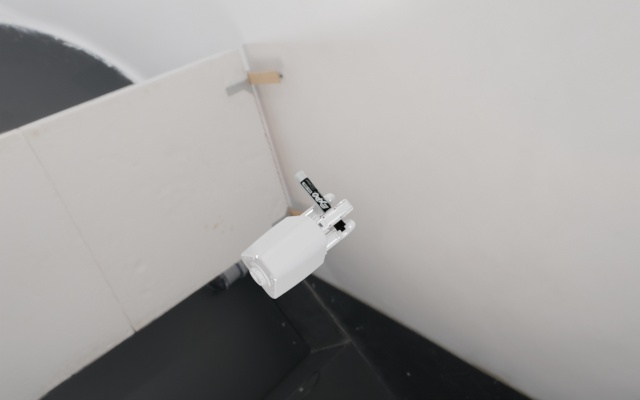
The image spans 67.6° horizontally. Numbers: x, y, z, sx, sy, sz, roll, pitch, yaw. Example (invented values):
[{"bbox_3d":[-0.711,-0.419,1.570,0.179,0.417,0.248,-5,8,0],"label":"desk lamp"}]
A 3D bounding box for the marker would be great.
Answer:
[{"bbox_3d":[0.000,0.003,0.779,0.020,0.121,0.020,-39,-5,-4],"label":"marker"}]
